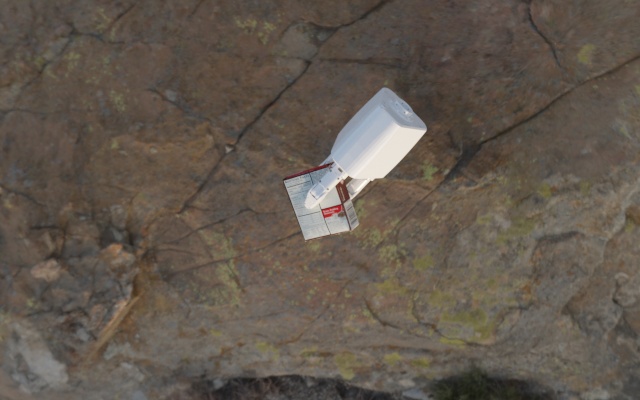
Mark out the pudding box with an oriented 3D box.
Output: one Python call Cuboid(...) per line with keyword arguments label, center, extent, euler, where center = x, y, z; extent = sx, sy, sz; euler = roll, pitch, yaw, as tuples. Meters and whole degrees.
Cuboid(label="pudding box", center=(0.000, 0.003, 0.768), extent=(0.090, 0.113, 0.039), euler=(-14, 9, 28))
